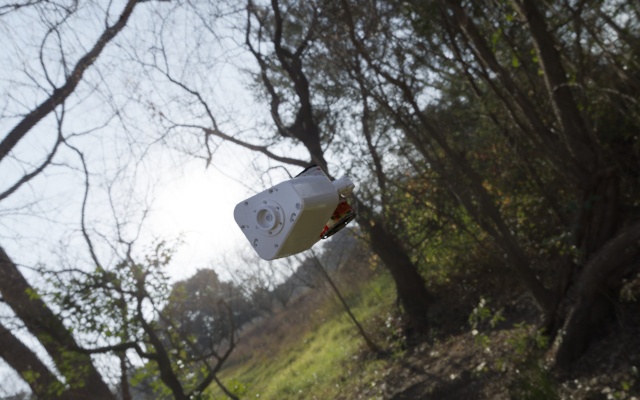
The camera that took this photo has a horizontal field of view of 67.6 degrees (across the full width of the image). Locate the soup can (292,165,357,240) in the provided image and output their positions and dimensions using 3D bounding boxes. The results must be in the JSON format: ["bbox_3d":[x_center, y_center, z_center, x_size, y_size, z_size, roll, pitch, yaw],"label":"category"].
[{"bbox_3d":[0.000,0.002,0.761,0.068,0.102,0.068,-35,-12,-9],"label":"soup can"}]
